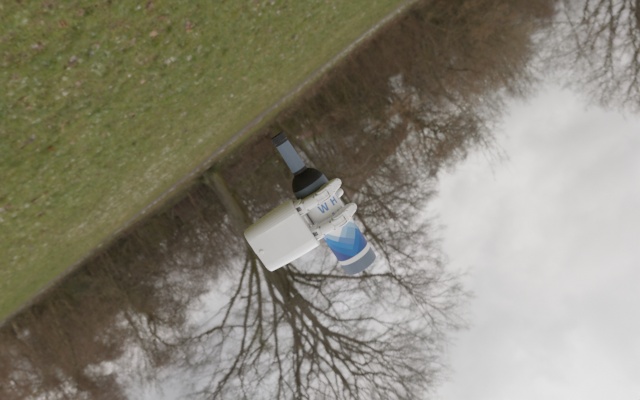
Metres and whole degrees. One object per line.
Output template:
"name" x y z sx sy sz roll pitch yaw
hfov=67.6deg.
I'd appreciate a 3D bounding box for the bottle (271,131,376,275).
"bottle" 0.000 0.003 0.890 0.069 0.296 0.069 -32 12 8
